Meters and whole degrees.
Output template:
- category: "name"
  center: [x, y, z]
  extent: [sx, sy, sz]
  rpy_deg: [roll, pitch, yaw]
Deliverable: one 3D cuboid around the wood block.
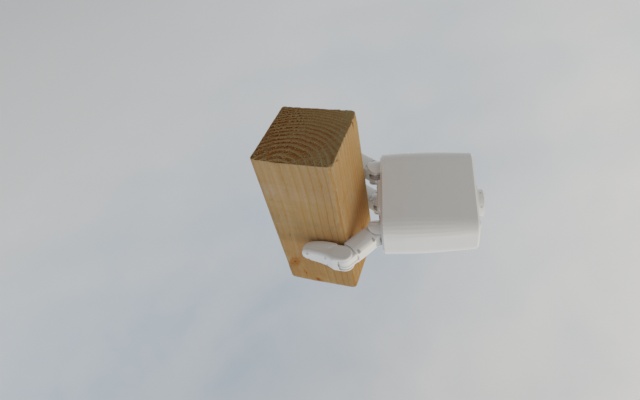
- category: "wood block"
  center: [0.000, 0.002, 0.562]
  extent: [0.090, 0.090, 0.206]
  rpy_deg: [8, -41, 20]
